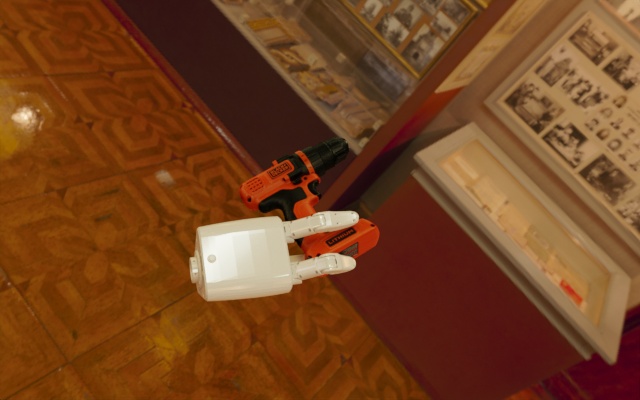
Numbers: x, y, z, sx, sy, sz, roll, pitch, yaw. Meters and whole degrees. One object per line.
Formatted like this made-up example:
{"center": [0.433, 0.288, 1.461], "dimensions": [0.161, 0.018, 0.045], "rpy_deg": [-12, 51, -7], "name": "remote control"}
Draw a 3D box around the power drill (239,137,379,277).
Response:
{"center": [0.000, 0.003, 0.683], "dimensions": [0.184, 0.187, 0.057], "rpy_deg": [-31, -33, -13], "name": "power drill"}
